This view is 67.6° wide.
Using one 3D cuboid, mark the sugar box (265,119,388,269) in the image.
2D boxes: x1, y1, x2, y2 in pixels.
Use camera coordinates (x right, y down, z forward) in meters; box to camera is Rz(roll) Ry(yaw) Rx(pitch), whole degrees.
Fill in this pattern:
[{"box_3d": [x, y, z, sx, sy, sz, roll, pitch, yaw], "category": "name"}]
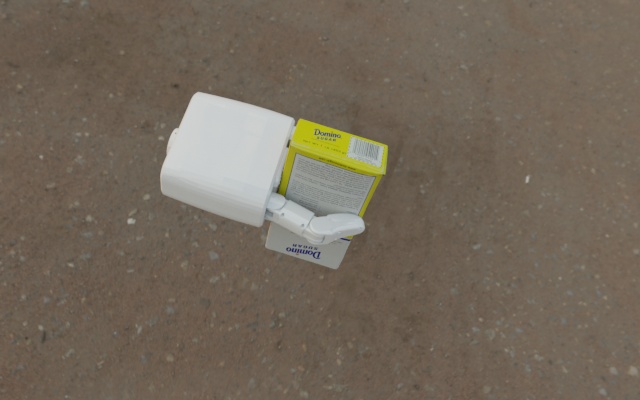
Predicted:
[{"box_3d": [0.000, 0.001, 0.512, 0.093, 0.048, 0.176, 18, -38, -3], "category": "sugar box"}]
